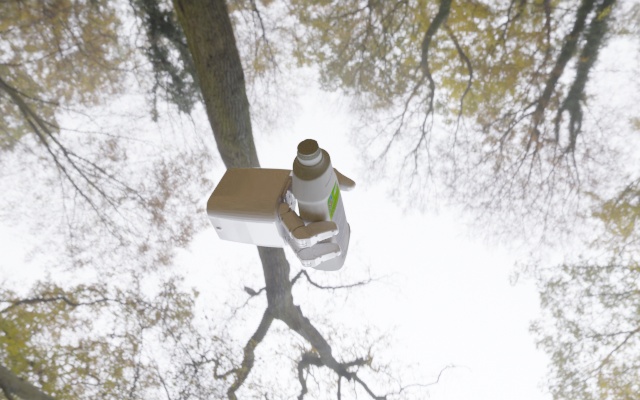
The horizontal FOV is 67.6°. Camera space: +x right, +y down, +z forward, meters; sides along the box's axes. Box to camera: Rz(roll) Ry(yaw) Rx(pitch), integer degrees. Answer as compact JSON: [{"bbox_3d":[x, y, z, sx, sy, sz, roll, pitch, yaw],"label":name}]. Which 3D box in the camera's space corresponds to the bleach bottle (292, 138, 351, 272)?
[{"bbox_3d":[0.000,0.002,0.691,0.068,0.102,0.251,4,-36,11],"label":"bleach bottle"}]
